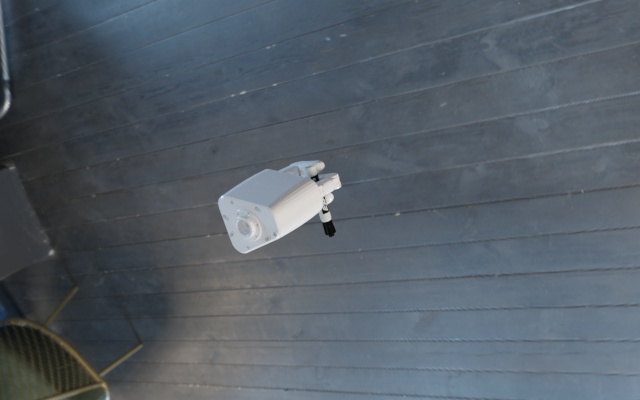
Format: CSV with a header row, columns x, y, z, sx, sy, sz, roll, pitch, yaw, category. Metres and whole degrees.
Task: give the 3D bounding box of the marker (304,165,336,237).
x,y,z,sx,sy,sz,roll,pitch,yaw,category
0.000,0.002,0.762,0.020,0.121,0.020,-17,15,5,marker
